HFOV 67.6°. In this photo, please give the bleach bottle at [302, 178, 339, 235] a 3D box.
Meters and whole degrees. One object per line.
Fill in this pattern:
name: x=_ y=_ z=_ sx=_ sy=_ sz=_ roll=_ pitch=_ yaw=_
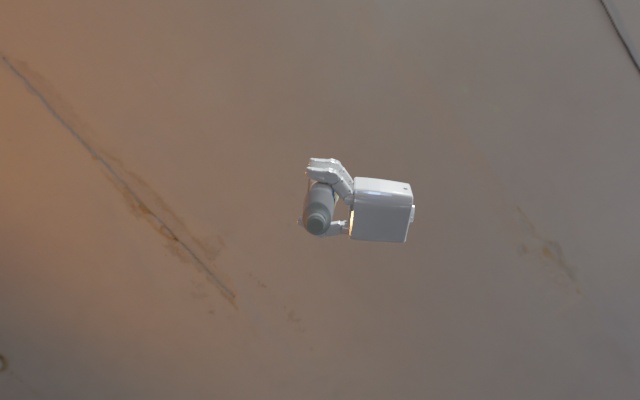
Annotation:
bleach bottle: x=0.000 y=0.003 z=0.888 sx=0.068 sy=0.103 sz=0.250 roll=6 pitch=22 yaw=2
